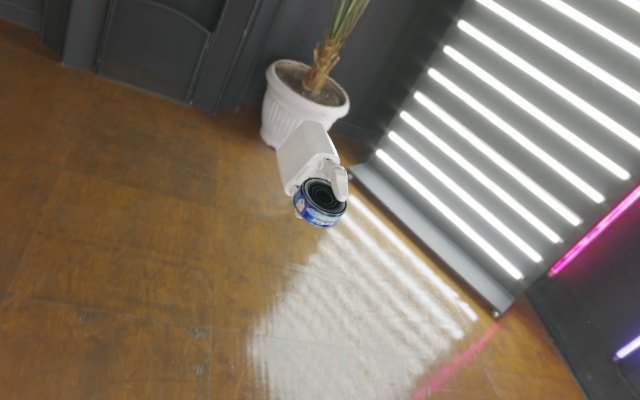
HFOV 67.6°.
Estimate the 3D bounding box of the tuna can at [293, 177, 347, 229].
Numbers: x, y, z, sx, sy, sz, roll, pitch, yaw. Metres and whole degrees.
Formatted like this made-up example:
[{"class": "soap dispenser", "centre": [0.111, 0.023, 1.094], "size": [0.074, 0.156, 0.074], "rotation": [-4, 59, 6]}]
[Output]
[{"class": "tuna can", "centre": [0.000, 0.002, 0.780], "size": [0.086, 0.086, 0.034], "rotation": [0, -41, -37]}]
